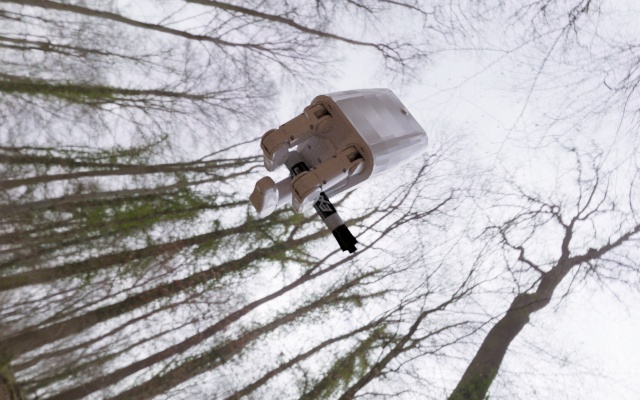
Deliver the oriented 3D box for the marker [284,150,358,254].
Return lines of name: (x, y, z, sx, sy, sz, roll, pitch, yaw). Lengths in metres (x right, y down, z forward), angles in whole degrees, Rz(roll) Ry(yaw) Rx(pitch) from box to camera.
marker: (0.000, 0.002, 0.482, 0.020, 0.121, 0.020, -32, -14, -9)
